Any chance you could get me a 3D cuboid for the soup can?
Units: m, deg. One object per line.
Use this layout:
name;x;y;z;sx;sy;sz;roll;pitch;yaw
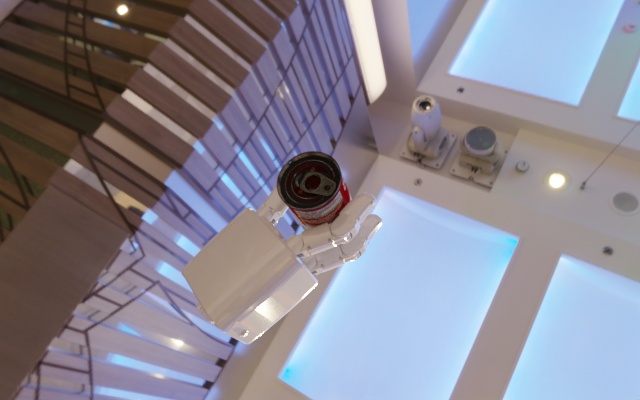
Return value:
soup can;0.000;0.001;0.524;0.068;0.068;0.102;0;-27;16
